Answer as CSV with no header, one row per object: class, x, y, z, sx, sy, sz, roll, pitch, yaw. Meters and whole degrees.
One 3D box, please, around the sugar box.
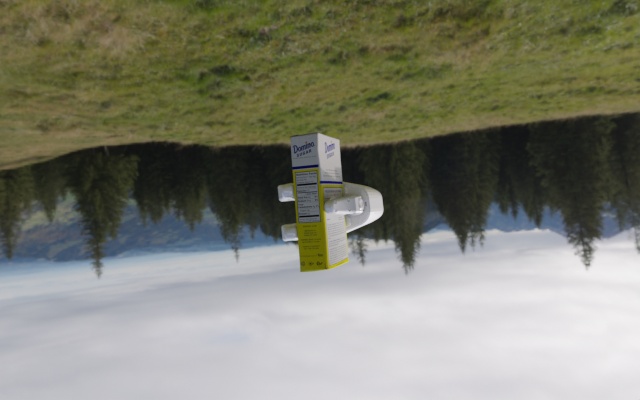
sugar box,0.000,0.002,0.644,0.048,0.176,0.093,-7,-2,20
